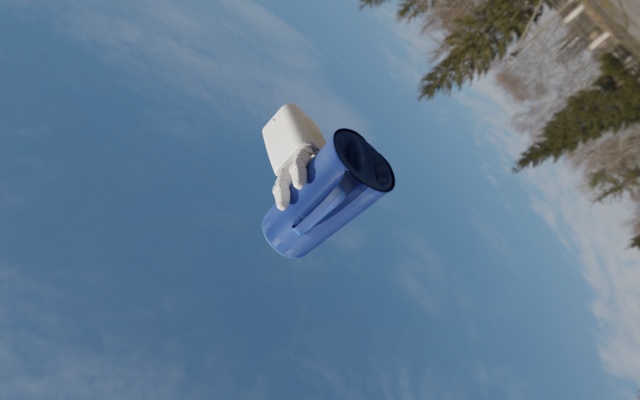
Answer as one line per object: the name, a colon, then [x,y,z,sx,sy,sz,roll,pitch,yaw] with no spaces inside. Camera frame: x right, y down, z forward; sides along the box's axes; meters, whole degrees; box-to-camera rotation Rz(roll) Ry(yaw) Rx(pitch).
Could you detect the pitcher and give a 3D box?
pitcher: [0.000,0.003,0.831,0.149,0.145,0.243,11,-43,-42]
